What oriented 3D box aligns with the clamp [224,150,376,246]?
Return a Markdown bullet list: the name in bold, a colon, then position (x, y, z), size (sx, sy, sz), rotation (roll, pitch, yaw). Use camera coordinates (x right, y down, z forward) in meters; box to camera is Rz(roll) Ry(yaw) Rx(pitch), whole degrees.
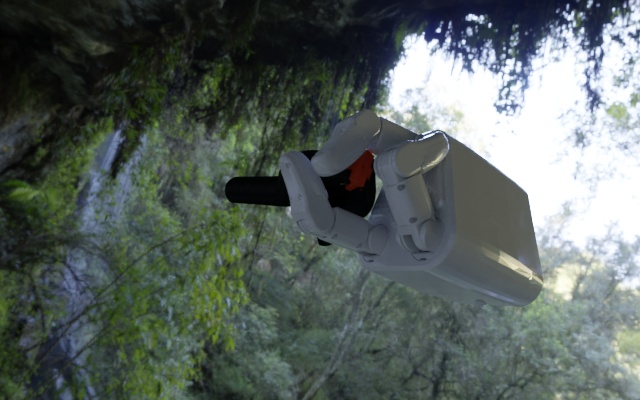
- **clamp**: position (0.000, 0.001, 0.409), size (0.120, 0.039, 0.171), rotation (25, -20, -28)
